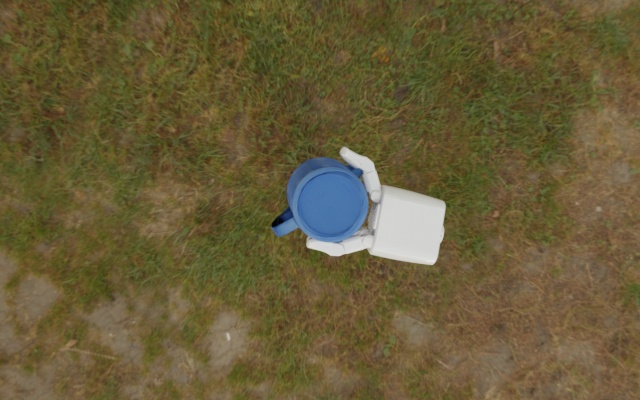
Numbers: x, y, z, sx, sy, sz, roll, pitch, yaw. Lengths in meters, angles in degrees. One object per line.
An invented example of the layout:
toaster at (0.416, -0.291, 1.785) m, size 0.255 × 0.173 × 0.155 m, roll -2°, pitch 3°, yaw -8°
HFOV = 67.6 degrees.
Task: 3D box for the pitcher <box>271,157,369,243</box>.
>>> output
pitcher at (0.000, 0.003, 0.775) m, size 0.145 × 0.149 × 0.243 m, roll 12°, pitch 4°, yaw -3°
